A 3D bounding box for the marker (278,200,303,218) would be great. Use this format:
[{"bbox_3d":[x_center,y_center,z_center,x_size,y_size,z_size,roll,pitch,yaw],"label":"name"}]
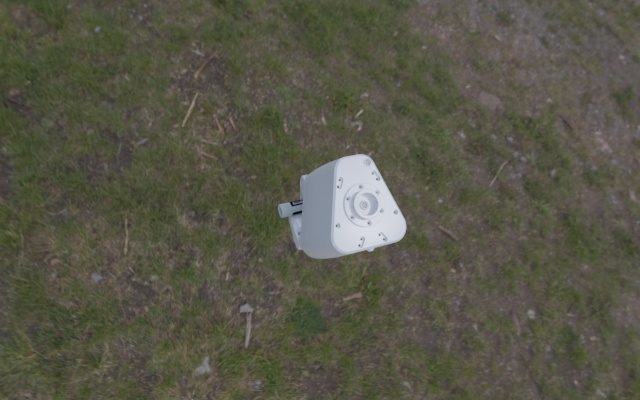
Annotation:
[{"bbox_3d":[0.000,0.002,0.674,0.121,0.020,0.020,-13,4,-20],"label":"marker"}]
